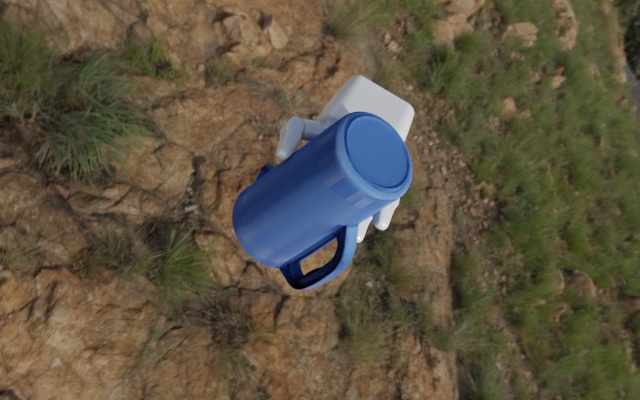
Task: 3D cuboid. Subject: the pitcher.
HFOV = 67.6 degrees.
[{"bbox_3d":[0.000,0.002,0.599,0.149,0.145,0.243,41,-39,-13],"label":"pitcher"}]
